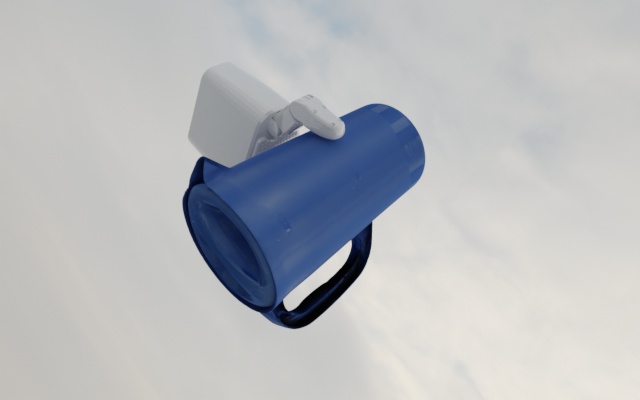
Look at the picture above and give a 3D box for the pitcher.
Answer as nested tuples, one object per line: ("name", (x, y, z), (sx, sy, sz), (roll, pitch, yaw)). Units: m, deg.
("pitcher", (0.000, 0.001, 0.487), (0.242, 0.149, 0.145), (-33, 60, -33))
